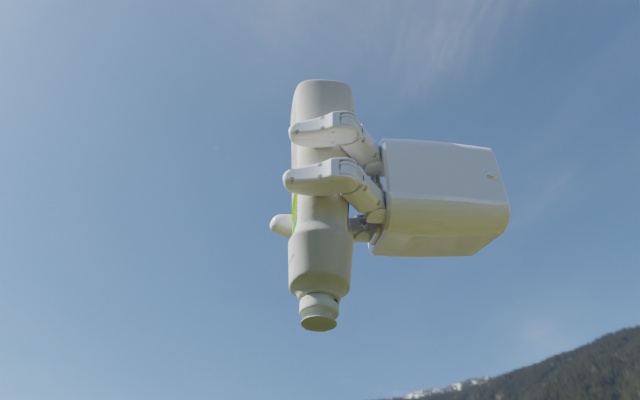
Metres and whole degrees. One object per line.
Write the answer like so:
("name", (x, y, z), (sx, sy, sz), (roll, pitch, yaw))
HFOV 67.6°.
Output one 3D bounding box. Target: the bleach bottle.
("bleach bottle", (0.000, 0.001, 0.447), (0.068, 0.250, 0.103), (2, -38, -2))
